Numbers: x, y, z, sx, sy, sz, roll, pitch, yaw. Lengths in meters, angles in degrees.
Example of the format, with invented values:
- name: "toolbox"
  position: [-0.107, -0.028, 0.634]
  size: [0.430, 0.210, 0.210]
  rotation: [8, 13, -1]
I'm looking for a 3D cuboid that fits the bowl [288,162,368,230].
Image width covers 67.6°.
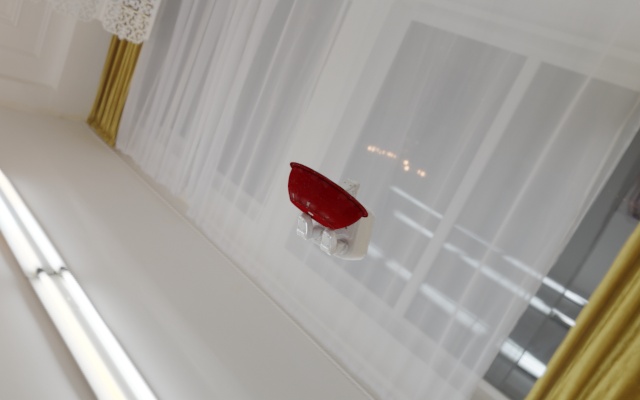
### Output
- name: "bowl"
  position: [-0.001, 0.002, 0.813]
  size: [0.162, 0.055, 0.162]
  rotation: [34, -9, 6]
